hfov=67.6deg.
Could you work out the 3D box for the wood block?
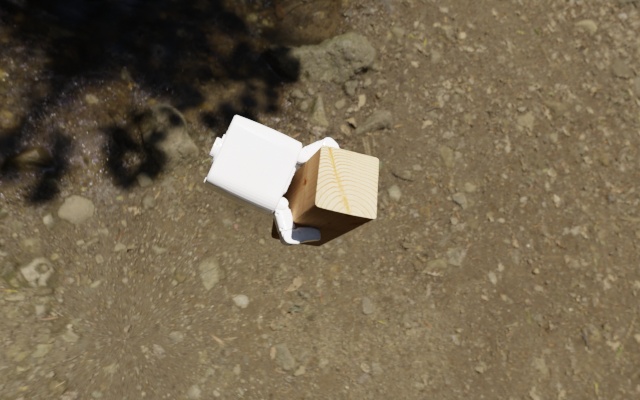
[{"bbox_3d":[0.000,0.003,0.729,0.090,0.090,0.206,12,-19,-19],"label":"wood block"}]
